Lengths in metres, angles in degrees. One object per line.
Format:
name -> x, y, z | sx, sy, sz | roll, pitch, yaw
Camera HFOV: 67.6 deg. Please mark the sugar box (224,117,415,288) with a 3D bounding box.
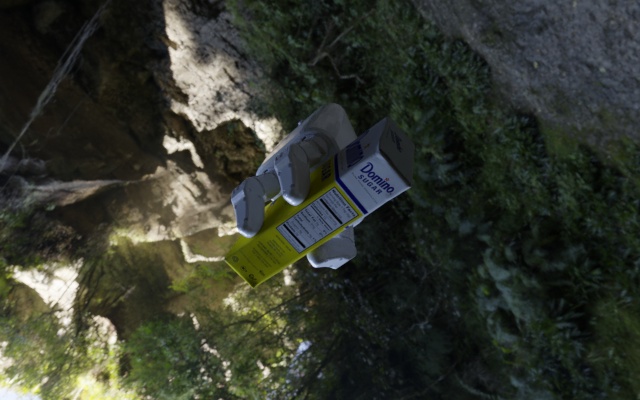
sugar box -> 0.000, 0.001, 0.425 | 0.176, 0.048, 0.093 | -38, 13, 25
